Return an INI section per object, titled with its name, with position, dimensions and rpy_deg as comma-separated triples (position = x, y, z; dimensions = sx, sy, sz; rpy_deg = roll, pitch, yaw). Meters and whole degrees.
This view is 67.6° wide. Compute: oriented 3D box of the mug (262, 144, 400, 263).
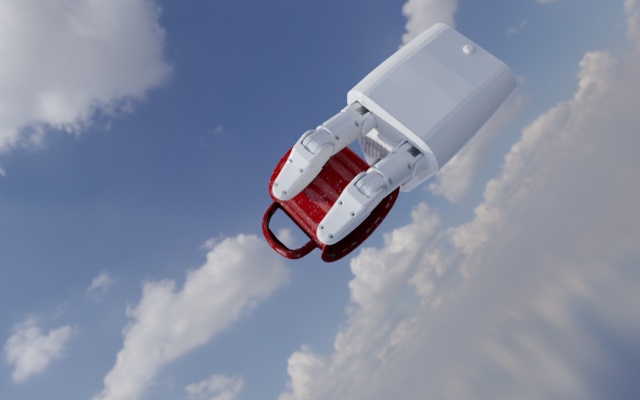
[mug]
position = -0.001, 0.002, 0.419
dimensions = 0.081, 0.117, 0.093
rpy_deg = 43, -14, 22
